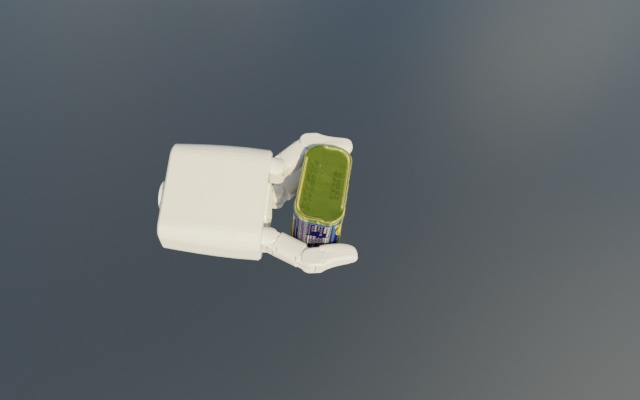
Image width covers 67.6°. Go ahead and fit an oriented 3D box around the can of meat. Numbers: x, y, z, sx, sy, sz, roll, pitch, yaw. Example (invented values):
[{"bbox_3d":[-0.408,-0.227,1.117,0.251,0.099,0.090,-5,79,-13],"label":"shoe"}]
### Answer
[{"bbox_3d":[0.000,0.002,0.523,0.057,0.102,0.084,9,-32,0],"label":"can of meat"}]
